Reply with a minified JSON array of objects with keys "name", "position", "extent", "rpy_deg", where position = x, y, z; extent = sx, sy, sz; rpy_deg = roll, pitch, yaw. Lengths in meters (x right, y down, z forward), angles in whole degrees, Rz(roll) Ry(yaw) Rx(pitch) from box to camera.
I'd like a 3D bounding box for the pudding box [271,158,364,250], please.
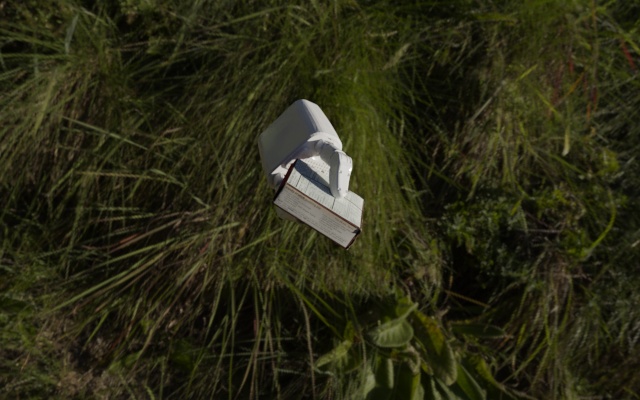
[{"name":"pudding box","position":[0.000,0.002,0.608],"extent":[0.113,0.039,0.090],"rpy_deg":[31,25,-6]}]
